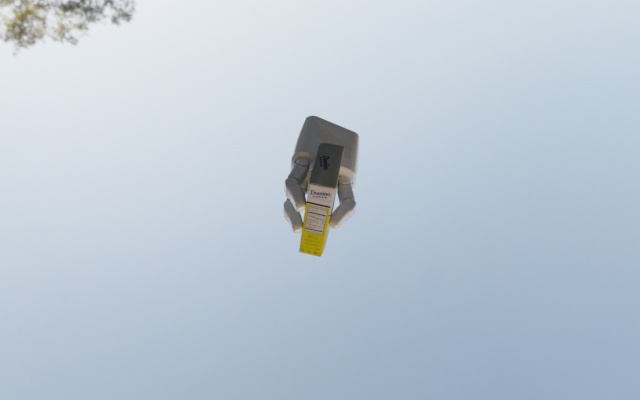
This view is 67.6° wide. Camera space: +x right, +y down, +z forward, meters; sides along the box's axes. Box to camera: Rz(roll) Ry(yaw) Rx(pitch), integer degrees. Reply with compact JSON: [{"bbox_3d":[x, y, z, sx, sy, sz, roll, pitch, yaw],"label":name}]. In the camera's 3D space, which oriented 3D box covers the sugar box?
[{"bbox_3d":[0.000,0.002,0.763,0.048,0.093,0.176,10,-41,3],"label":"sugar box"}]
